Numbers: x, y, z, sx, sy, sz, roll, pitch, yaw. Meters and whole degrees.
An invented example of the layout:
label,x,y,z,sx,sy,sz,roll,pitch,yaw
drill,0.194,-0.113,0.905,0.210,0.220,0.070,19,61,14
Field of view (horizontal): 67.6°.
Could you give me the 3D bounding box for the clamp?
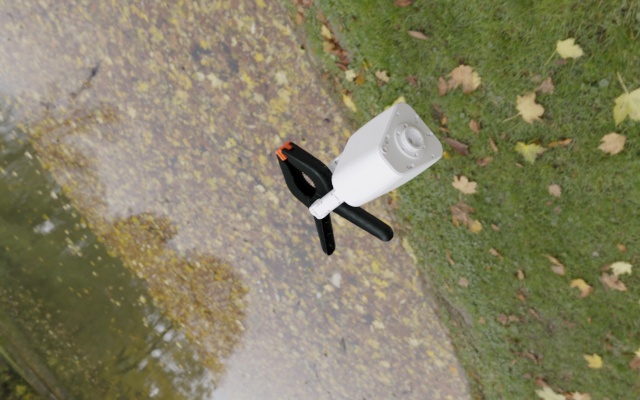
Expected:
label,x,y,z,sx,sy,sz,roll,pitch,yaw
clamp,-0.001,0.002,0.752,0.036,0.210,0.164,-46,7,-36
